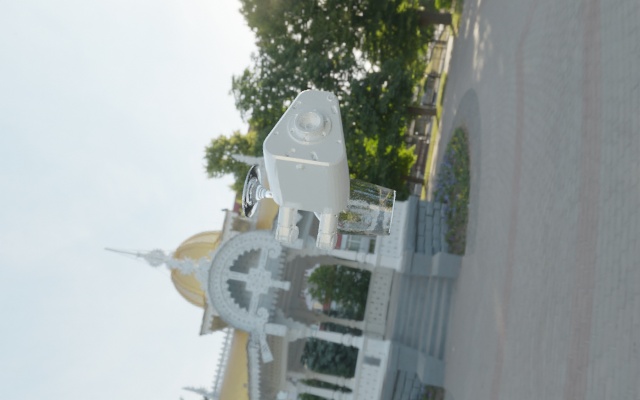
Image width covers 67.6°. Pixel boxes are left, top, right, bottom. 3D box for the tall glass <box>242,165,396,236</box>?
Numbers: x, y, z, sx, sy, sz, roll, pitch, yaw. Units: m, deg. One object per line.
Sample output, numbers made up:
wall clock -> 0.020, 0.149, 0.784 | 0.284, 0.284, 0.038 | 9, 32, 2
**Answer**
tall glass -> -0.001, 0.002, 0.657 | 0.201, 0.079, 0.079 | 9, 1, 8
